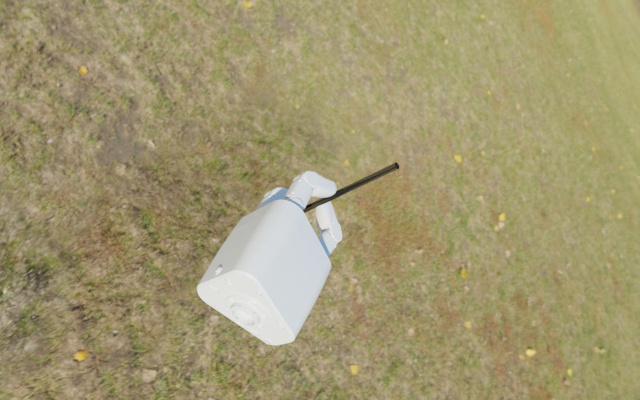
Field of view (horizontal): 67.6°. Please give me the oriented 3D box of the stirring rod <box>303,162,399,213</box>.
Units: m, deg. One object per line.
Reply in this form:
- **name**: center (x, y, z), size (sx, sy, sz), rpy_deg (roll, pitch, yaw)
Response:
- **stirring rod**: center (0.000, 0.002, 0.599), size (0.239, 0.011, 0.011), rpy_deg (-26, -17, 39)
